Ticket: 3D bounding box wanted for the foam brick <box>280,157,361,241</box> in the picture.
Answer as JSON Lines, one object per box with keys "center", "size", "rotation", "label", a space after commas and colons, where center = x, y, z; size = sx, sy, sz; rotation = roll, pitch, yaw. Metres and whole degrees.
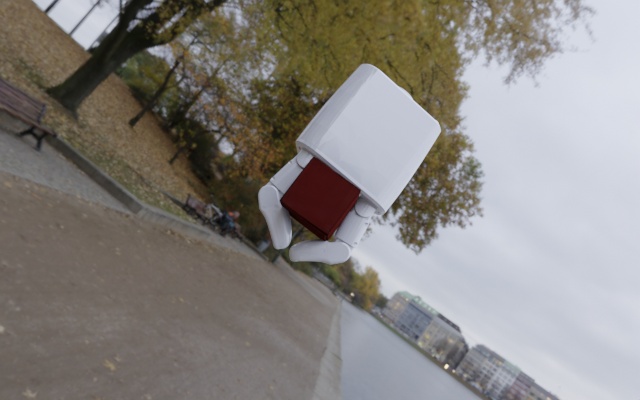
{"center": [0.000, 0.002, 0.445], "size": [0.053, 0.051, 0.078], "rotation": [37, -7, 5], "label": "foam brick"}
